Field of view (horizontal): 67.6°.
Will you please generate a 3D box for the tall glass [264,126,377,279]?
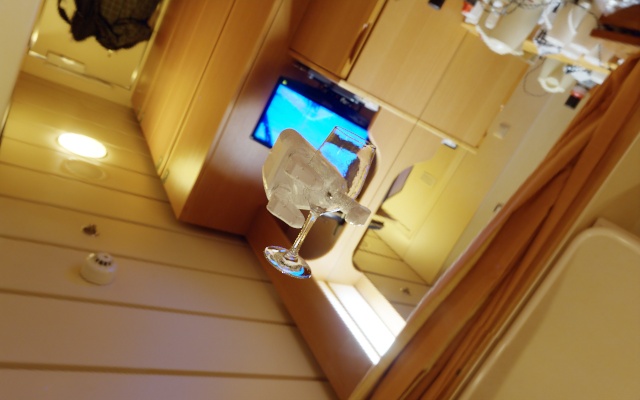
[{"bbox_3d":[0.000,0.003,0.643,0.079,0.201,0.079,26,15,-8],"label":"tall glass"}]
